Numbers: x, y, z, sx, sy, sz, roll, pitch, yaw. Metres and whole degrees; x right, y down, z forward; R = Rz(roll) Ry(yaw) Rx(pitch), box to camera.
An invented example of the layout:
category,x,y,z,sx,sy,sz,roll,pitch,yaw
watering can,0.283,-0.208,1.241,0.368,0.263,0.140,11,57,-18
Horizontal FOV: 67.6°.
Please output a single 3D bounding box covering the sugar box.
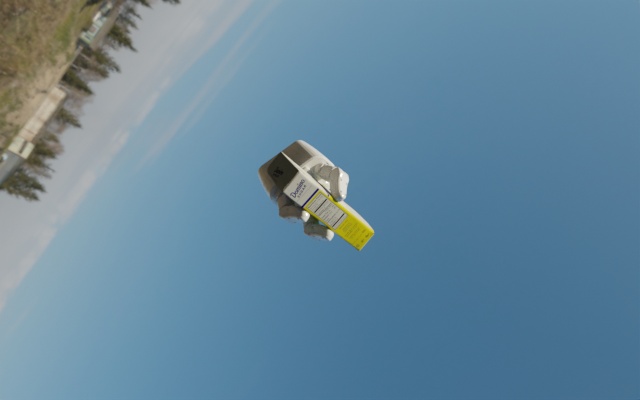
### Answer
category,x,y,z,sx,sy,sz,roll,pitch,yaw
sugar box,0.000,0.003,0.742,0.176,0.048,0.093,36,6,-31
